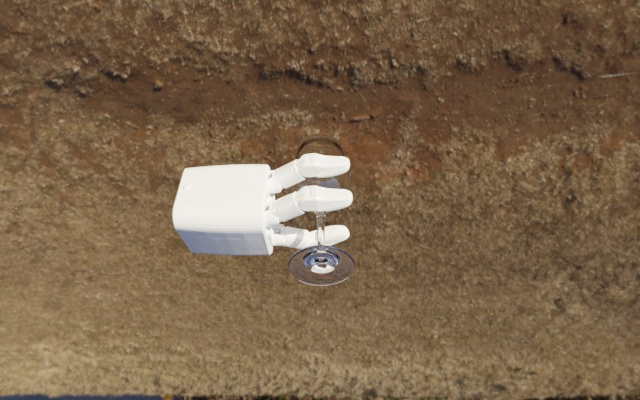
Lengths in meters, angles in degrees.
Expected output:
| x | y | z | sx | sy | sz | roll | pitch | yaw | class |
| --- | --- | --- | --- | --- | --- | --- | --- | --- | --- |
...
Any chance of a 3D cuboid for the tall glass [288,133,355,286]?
| x | y | z | sx | sy | sz | roll | pitch | yaw | class |
| --- | --- | --- | --- | --- | --- | --- | --- | --- | --- |
| 0.000 | 0.003 | 0.599 | 0.079 | 0.200 | 0.079 | 0 | -43 | 0 | tall glass |
